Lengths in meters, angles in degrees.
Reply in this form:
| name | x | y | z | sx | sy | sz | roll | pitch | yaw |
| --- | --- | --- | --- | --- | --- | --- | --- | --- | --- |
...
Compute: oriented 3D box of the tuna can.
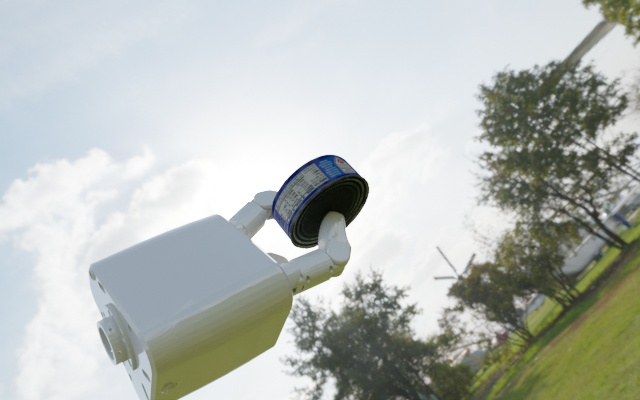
| name | x | y | z | sx | sy | sz | roll | pitch | yaw |
| --- | --- | --- | --- | --- | --- | --- | --- | --- | --- |
| tuna can | 0.000 | 0.001 | 0.426 | 0.086 | 0.086 | 0.033 | 0 | 41 | -50 |
